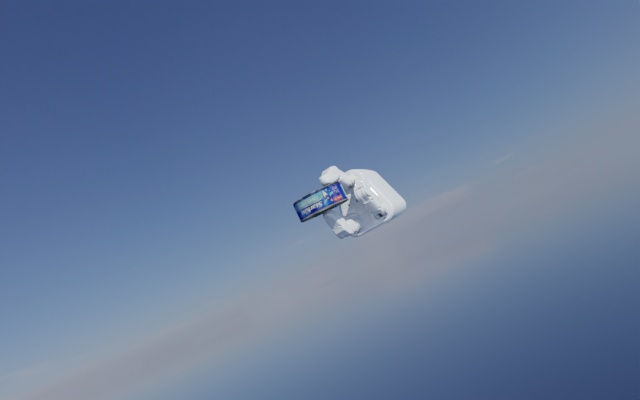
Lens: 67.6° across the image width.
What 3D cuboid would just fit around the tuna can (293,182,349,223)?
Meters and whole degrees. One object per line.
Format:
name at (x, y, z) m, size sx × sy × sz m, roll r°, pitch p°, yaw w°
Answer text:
tuna can at (0.000, 0.002, 0.764) m, size 0.086 × 0.034 × 0.086 m, roll -26°, pitch -4°, yaw -2°
